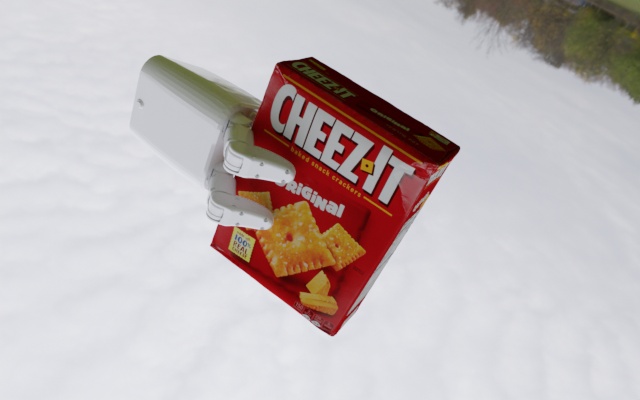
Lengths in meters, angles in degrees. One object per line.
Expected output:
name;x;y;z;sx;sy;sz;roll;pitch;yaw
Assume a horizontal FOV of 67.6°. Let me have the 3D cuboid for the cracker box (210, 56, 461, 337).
cracker box;0.000;0.002;0.452;0.164;0.214;0.072;35;32;14
